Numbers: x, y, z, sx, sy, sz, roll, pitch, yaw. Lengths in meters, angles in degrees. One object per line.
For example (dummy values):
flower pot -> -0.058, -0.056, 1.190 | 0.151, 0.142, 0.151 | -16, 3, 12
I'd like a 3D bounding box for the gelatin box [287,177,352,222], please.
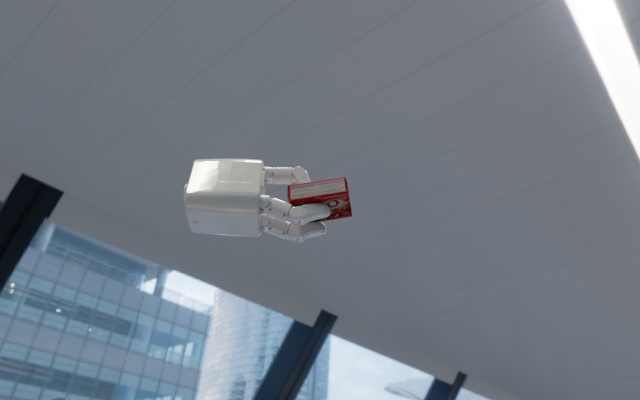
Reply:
gelatin box -> 0.000, 0.002, 0.718 | 0.089, 0.030, 0.073 | -9, -33, 4
